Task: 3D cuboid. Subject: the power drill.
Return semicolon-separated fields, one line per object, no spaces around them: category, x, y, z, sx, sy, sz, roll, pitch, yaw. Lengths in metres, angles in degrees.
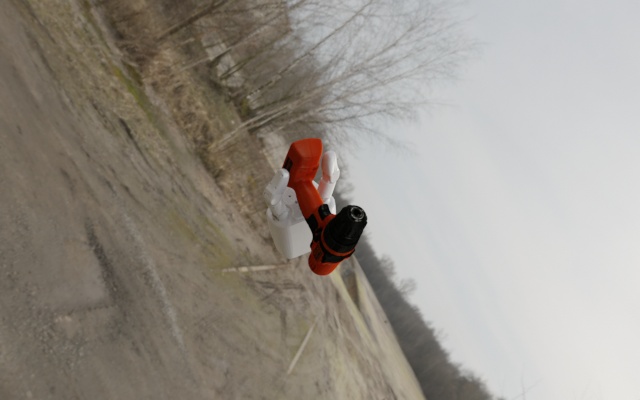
power drill;0.000;0.002;0.717;0.057;0.187;0.184;-9;-26;-24
